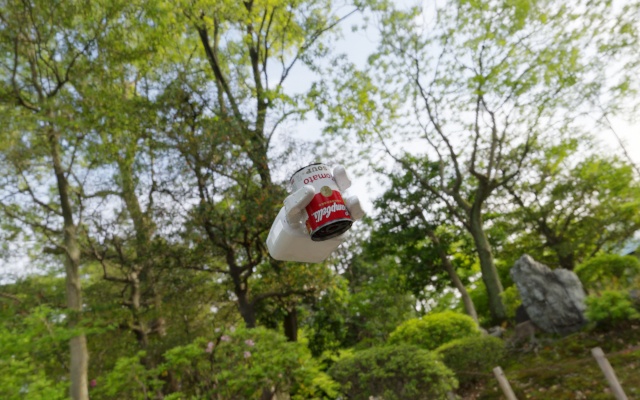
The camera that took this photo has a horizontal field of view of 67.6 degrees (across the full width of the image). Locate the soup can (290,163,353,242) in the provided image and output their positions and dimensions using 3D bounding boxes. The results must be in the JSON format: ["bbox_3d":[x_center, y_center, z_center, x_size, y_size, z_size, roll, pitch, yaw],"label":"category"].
[{"bbox_3d":[0.000,0.002,0.730,0.068,0.102,0.068,-18,-23,-8],"label":"soup can"}]
